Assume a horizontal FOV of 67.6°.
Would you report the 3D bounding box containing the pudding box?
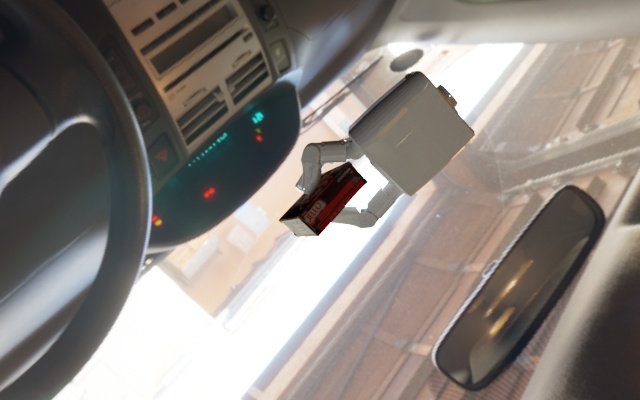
[{"bbox_3d":[0.000,0.002,0.586,0.090,0.039,0.113,-46,7,-15],"label":"pudding box"}]
